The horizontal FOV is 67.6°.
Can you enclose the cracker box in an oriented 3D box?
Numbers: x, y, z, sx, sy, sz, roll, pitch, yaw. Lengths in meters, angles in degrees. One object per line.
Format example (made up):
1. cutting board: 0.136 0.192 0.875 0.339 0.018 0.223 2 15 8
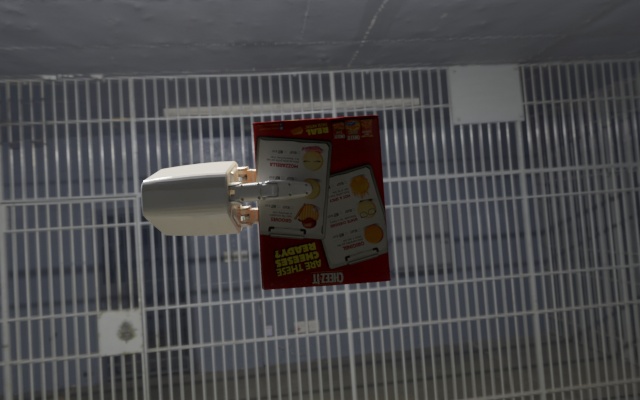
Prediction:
1. cracker box: 0.000 0.002 0.632 0.164 0.213 0.072 -4 -2 0
